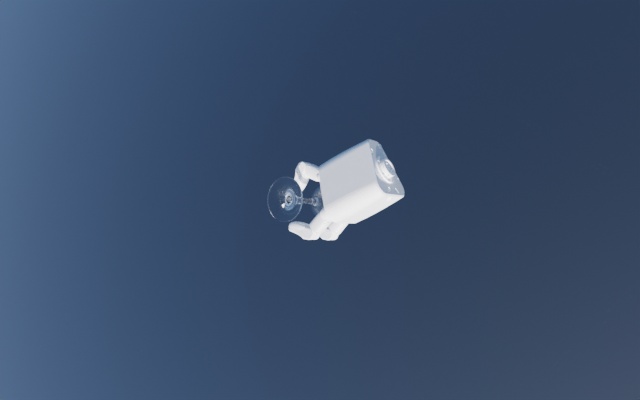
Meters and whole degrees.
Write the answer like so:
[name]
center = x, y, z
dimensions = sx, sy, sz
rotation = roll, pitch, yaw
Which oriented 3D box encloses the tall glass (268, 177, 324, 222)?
[tall glass]
center = 0.000, 0.003, 0.859
dimensions = 0.079, 0.079, 0.201
rotation = 0, -3, 36
